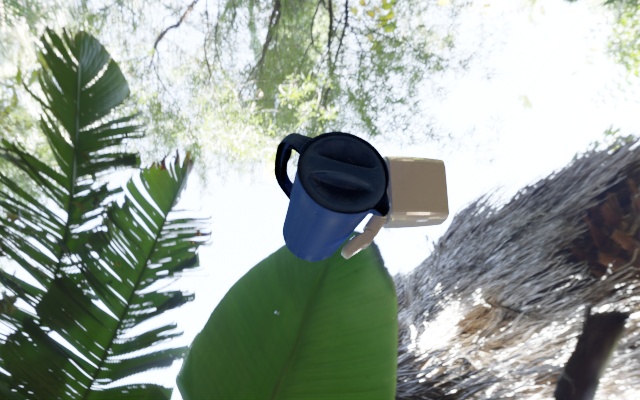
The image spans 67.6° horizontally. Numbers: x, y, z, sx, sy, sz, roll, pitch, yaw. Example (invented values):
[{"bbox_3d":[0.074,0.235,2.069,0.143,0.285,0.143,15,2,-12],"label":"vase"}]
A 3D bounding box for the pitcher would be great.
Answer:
[{"bbox_3d":[0.000,0.003,0.763,0.145,0.149,0.243,-3,-25,-16],"label":"pitcher"}]
